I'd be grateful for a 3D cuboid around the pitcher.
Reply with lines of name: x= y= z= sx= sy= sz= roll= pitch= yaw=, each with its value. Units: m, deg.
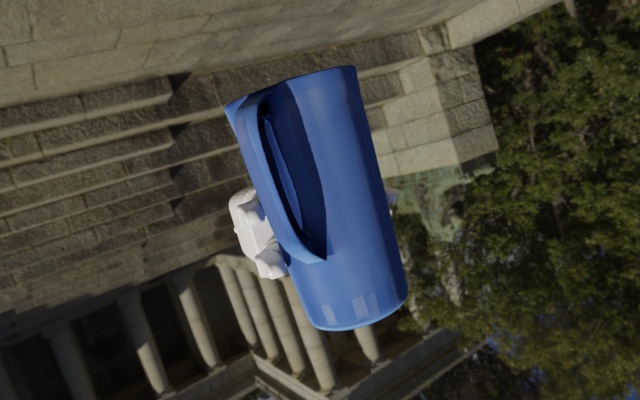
pitcher: x=0.000 y=0.002 z=0.469 sx=0.149 sy=0.243 sz=0.145 roll=-20 pitch=7 yaw=-21
